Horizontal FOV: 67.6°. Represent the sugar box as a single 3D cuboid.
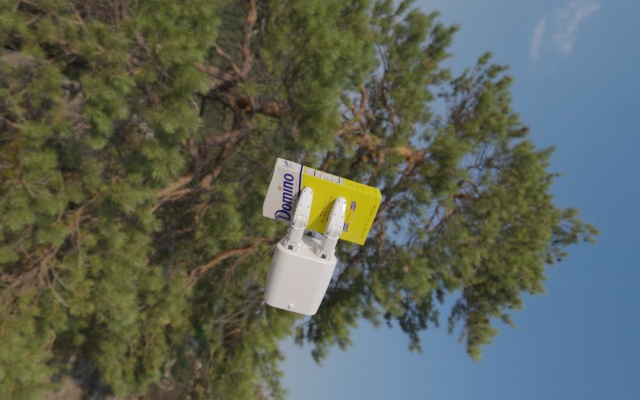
[{"bbox_3d":[0.000,0.003,0.772,0.176,0.093,0.048,15,22,-7],"label":"sugar box"}]
